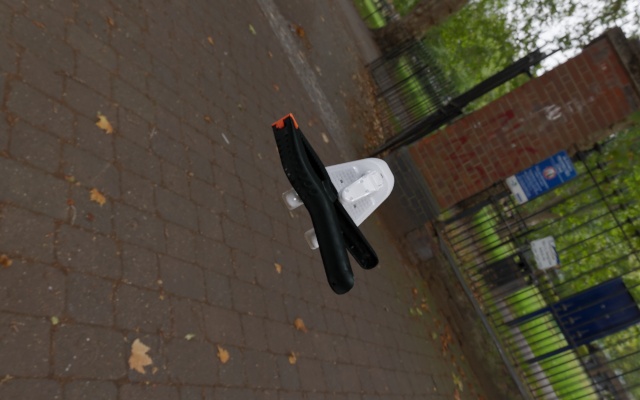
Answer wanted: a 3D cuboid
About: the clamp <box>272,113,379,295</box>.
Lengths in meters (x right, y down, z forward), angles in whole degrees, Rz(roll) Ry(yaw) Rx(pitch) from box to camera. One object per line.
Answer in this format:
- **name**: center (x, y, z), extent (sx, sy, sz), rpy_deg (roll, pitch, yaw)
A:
- **clamp**: center (0.001, 0.001, 0.527), extent (0.036, 0.210, 0.164), rpy_deg (-28, 0, 14)
